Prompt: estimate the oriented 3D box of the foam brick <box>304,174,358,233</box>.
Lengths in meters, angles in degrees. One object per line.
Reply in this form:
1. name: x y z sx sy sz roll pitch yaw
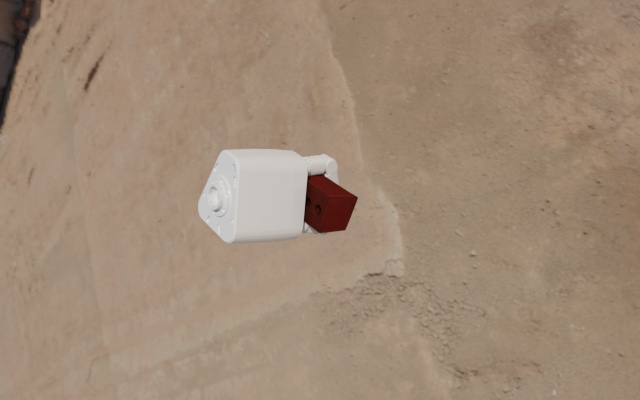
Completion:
1. foam brick: 0.000 0.002 0.641 0.051 0.053 0.078 -2 28 -44
